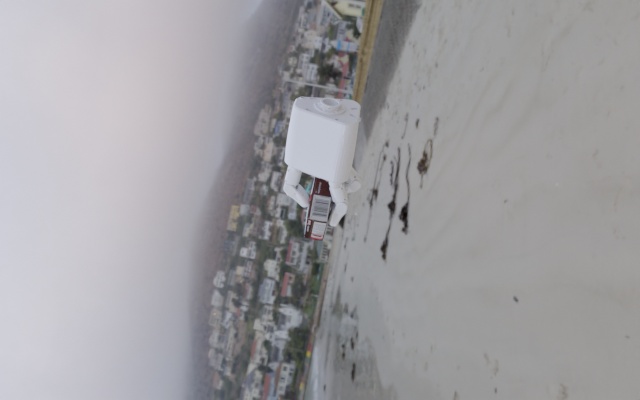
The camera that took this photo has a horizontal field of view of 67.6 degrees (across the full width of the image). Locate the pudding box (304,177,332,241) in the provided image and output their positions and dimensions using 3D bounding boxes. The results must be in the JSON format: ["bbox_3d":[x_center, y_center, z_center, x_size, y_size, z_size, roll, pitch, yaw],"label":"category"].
[{"bbox_3d":[0.000,0.003,0.849,0.039,0.113,0.090,12,-26,1],"label":"pudding box"}]
